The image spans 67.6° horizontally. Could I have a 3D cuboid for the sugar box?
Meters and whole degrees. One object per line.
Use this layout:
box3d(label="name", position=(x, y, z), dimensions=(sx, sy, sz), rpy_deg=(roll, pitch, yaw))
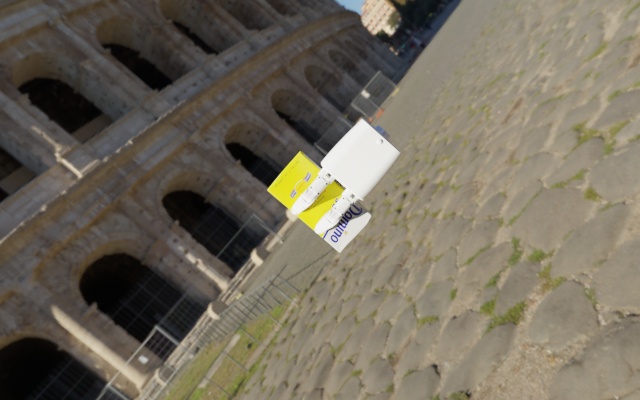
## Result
box3d(label="sugar box", position=(0.000, 0.003, 0.867), dimensions=(0.176, 0.093, 0.048), rpy_deg=(41, 7, -5))
